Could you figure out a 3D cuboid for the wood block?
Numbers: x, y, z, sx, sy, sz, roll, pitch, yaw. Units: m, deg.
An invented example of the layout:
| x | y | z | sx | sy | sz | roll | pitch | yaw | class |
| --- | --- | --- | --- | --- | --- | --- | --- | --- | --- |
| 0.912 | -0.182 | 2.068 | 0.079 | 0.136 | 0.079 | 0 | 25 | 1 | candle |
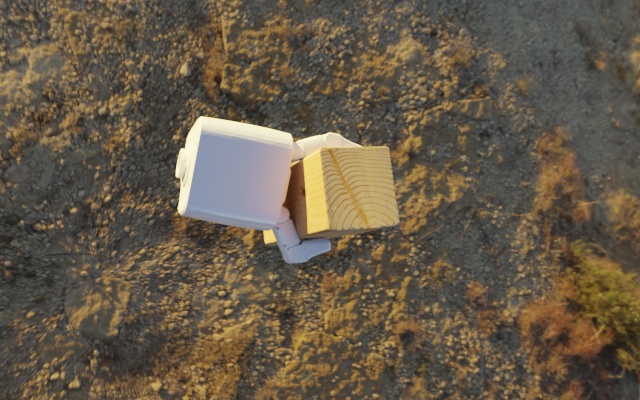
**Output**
| x | y | z | sx | sy | sz | roll | pitch | yaw | class |
| --- | --- | --- | --- | --- | --- | --- | --- | --- | --- |
| 0.000 | 0.002 | 0.600 | 0.090 | 0.091 | 0.206 | -3 | -7 | -25 | wood block |
